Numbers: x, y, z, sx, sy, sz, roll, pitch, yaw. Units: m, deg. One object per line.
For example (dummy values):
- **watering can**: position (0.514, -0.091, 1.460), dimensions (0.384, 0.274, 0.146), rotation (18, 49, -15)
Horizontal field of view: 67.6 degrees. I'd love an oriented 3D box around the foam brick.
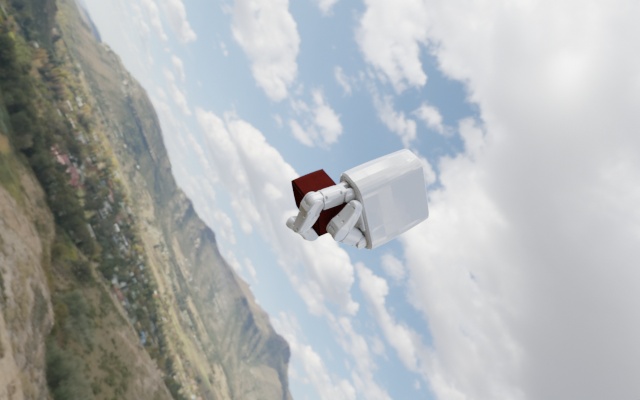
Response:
- **foam brick**: position (0.000, 0.002, 0.681), dimensions (0.051, 0.053, 0.078), rotation (-24, 48, -16)
